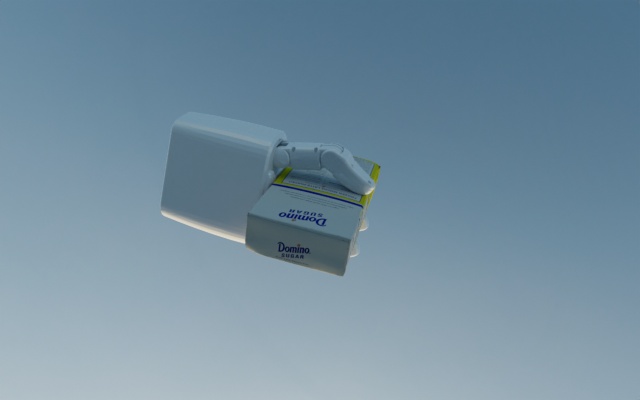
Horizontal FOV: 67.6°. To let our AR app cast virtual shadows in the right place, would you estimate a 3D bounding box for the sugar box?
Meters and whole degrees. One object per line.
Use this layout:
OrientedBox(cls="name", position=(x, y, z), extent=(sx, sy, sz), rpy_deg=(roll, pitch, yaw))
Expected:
OrientedBox(cls="sugar box", position=(0.000, 0.002, 0.477), extent=(0.093, 0.048, 0.176), rpy_deg=(14, 30, 9))
